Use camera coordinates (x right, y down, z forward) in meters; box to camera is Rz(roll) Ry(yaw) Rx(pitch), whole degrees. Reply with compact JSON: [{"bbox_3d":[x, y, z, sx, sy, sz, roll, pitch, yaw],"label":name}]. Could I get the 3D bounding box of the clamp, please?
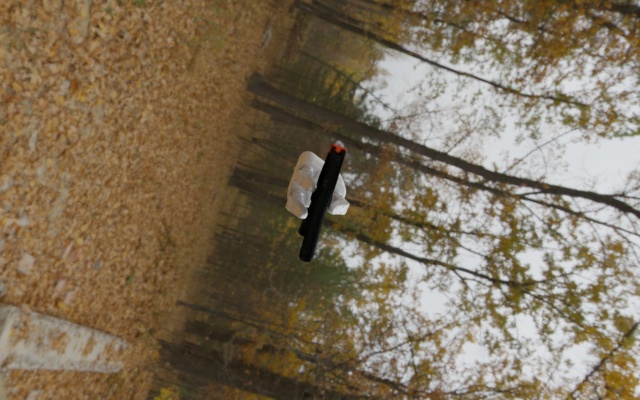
[{"bbox_3d":[0.001,0.003,0.869,0.036,0.210,0.164,18,18,-8],"label":"clamp"}]
